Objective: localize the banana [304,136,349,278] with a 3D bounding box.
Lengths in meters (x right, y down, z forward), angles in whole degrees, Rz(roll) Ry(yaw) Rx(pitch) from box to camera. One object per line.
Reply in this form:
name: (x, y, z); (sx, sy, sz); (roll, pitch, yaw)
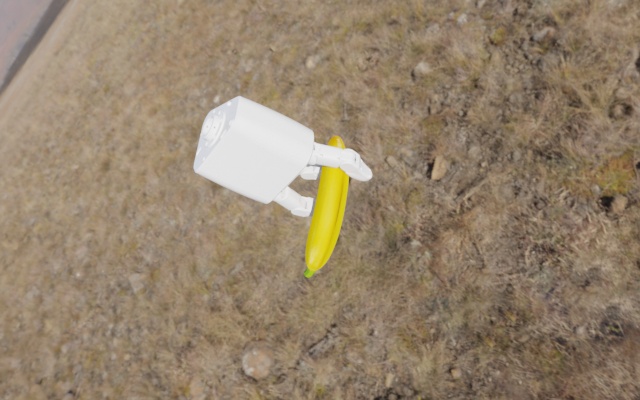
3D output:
banana: (0.007, 0.006, 0.626); (0.037, 0.198, 0.069); (16, -6, -24)
